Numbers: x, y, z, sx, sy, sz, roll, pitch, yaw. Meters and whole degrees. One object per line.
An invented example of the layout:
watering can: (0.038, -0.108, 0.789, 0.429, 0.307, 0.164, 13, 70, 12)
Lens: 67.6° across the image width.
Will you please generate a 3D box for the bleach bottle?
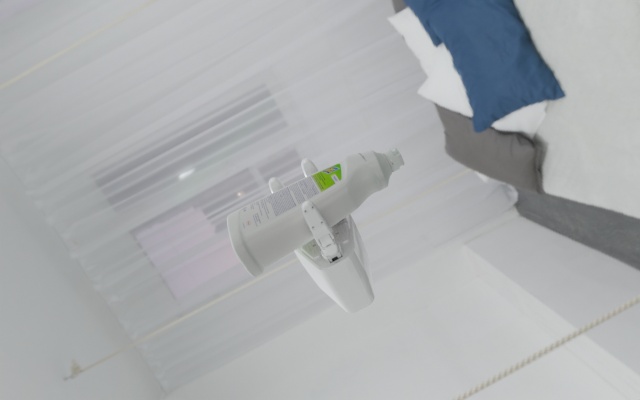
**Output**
bleach bottle: (0.000, 0.002, 0.647, 0.251, 0.068, 0.102, -28, 34, -1)
